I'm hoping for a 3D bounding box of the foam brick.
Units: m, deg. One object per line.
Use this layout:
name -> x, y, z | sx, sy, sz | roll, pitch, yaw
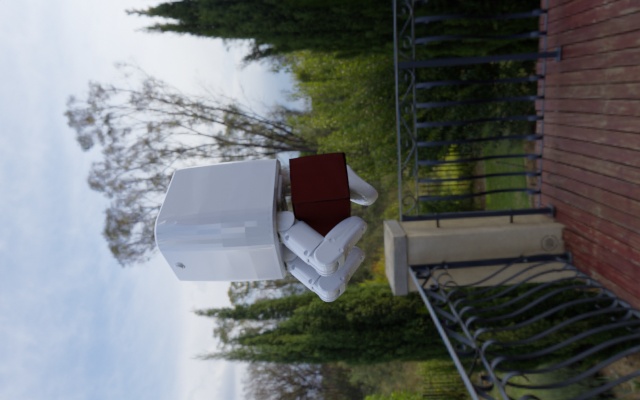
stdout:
foam brick -> 0.000, 0.001, 0.442 | 0.051, 0.053, 0.078 | -5, -36, 0
